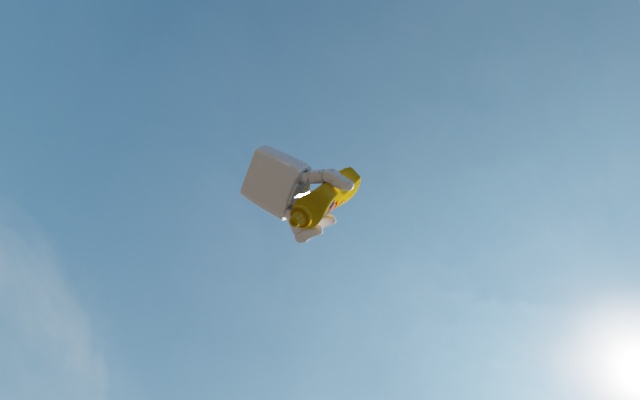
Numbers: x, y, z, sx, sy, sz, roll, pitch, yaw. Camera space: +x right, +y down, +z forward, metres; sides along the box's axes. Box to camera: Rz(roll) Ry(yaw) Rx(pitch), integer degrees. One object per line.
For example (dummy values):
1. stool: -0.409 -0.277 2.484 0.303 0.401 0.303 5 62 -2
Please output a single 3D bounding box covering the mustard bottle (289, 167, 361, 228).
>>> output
1. mustard bottle: 0.001 0.003 0.890 0.096 0.058 0.191 -45 -6 37
